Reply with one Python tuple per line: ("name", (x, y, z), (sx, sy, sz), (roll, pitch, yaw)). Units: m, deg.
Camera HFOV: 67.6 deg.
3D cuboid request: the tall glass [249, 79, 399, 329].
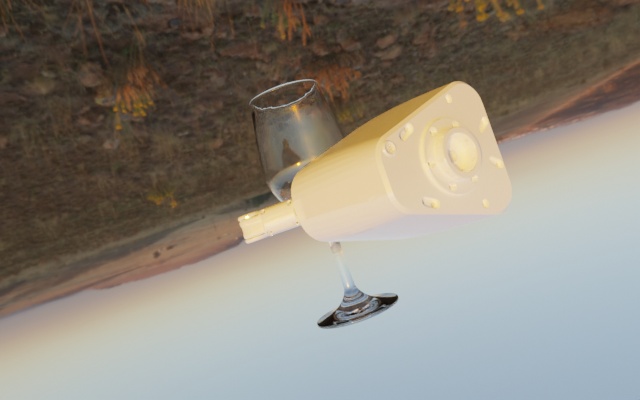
("tall glass", (0.000, 0.002, 0.413), (0.079, 0.201, 0.079), (-19, -1, 0))
